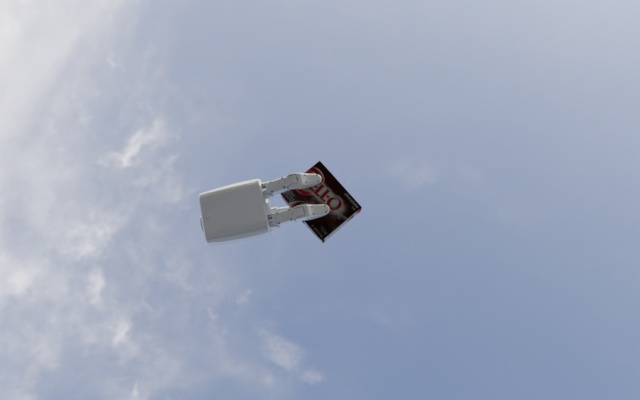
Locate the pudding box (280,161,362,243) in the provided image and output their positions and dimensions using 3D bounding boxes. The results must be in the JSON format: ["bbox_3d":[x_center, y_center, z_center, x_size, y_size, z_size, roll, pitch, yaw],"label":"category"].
[{"bbox_3d":[0.000,0.003,0.815,0.090,0.113,0.039,-40,-10,-9],"label":"pudding box"}]
